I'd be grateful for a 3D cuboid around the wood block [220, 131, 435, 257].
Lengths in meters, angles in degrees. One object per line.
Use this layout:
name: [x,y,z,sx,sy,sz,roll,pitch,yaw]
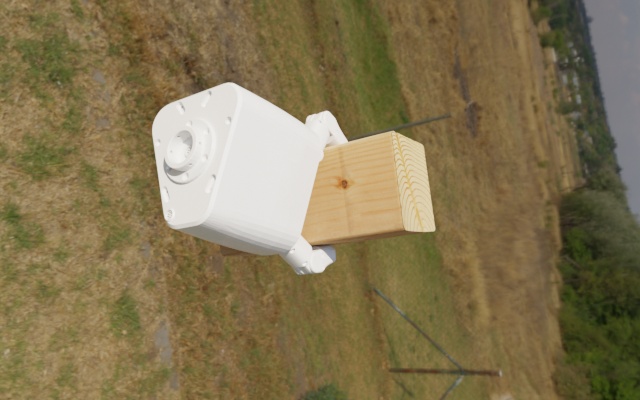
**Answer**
wood block: [0.000,0.002,0.494,0.206,0.091,0.090,-10,-8,30]
